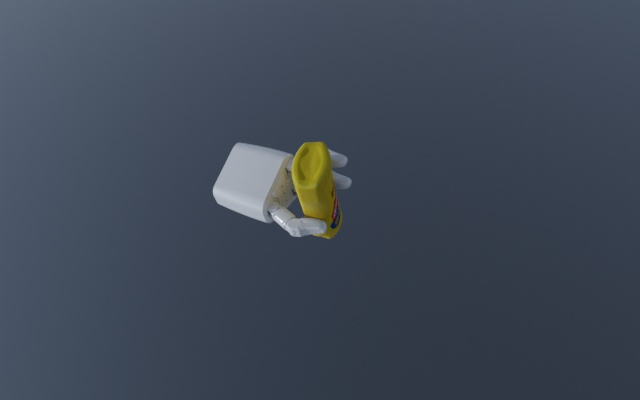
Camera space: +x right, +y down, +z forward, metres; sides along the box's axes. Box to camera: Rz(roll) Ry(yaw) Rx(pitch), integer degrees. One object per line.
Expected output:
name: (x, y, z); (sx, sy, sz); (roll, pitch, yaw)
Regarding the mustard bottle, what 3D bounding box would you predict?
mustard bottle: (0.000, 0.002, 0.775); (0.058, 0.096, 0.192); (-2, -38, 10)
